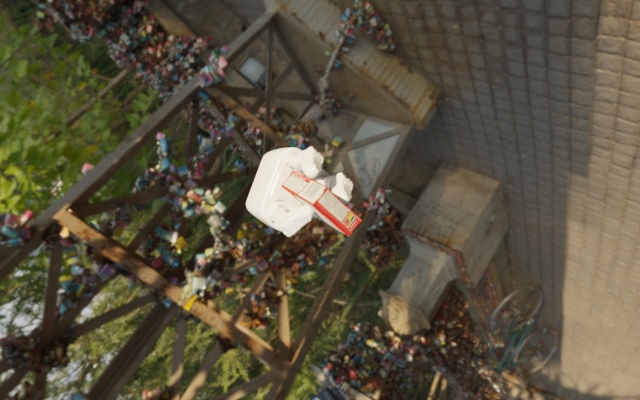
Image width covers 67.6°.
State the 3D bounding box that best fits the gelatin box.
[{"bbox_3d":[0.000,0.002,0.599,0.073,0.030,0.089,42,-7,-34],"label":"gelatin box"}]
